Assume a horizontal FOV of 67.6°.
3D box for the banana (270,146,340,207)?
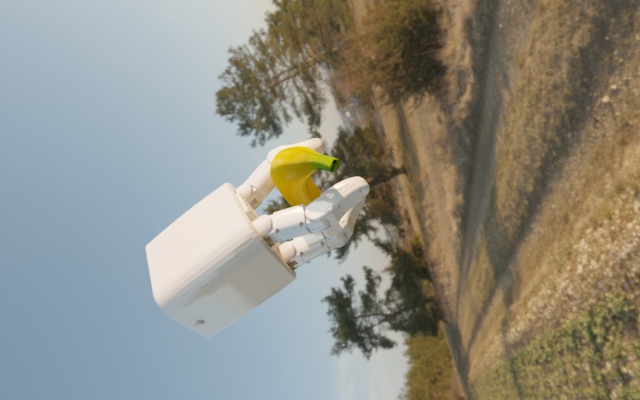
[{"bbox_3d":[-0.015,-0.010,0.479,0.069,0.037,0.198,37,-11,13],"label":"banana"}]
